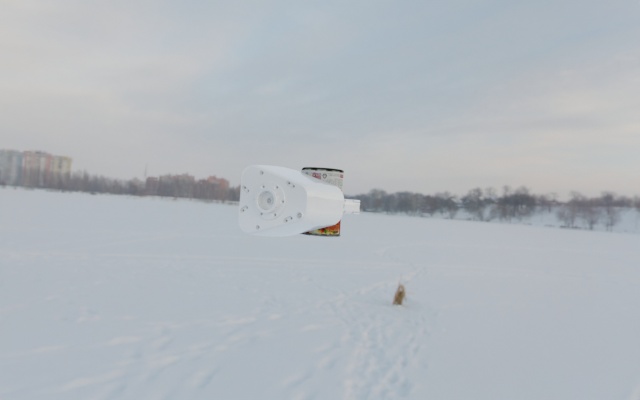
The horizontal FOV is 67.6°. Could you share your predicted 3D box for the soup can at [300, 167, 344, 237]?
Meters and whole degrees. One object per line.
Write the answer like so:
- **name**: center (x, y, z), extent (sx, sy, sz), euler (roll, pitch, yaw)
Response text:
- **soup can**: center (0.000, 0.002, 0.737), extent (0.068, 0.102, 0.068), euler (4, -1, 0)
